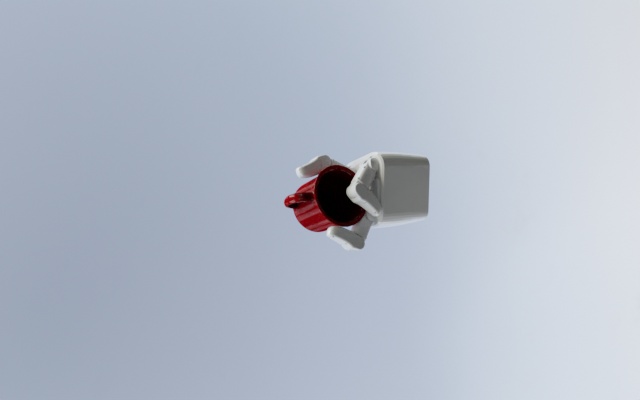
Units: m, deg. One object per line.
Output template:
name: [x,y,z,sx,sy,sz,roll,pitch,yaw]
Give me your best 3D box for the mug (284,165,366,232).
mug: [-0.001,0.003,0.718,0.117,0.093,0.081,-2,-13,-33]
